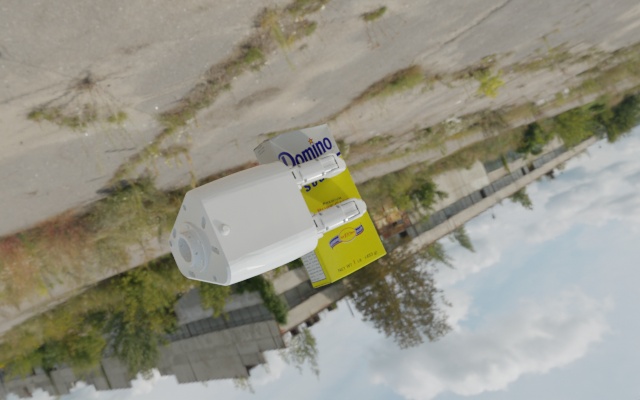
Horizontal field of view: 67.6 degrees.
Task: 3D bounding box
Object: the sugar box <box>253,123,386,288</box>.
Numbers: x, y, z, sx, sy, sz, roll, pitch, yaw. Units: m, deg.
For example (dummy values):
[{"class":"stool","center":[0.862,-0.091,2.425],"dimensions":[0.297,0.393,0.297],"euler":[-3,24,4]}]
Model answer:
[{"class":"sugar box","center":[0.000,0.002,0.561],"dimensions":[0.093,0.176,0.048],"euler":[-22,-3,-37]}]
